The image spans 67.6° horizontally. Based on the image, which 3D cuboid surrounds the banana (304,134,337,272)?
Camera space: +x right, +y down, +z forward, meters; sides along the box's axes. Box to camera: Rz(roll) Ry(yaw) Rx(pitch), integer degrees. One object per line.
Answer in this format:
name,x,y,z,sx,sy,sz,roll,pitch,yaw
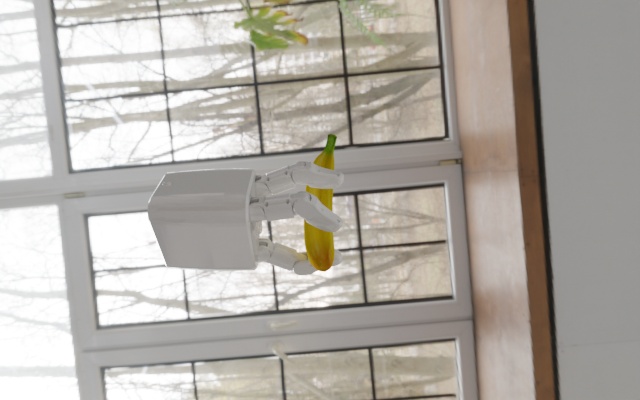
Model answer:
banana,-0.001,0.010,0.580,0.037,0.197,0.070,4,-37,-3
